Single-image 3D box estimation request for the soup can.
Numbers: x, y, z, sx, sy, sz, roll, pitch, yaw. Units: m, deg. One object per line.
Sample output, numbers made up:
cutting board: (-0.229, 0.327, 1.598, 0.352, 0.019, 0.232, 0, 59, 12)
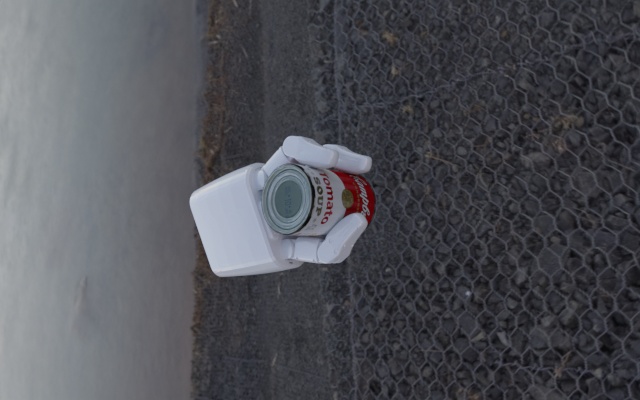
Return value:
soup can: (0.000, 0.002, 0.474, 0.068, 0.068, 0.102, 0, -4, 40)
